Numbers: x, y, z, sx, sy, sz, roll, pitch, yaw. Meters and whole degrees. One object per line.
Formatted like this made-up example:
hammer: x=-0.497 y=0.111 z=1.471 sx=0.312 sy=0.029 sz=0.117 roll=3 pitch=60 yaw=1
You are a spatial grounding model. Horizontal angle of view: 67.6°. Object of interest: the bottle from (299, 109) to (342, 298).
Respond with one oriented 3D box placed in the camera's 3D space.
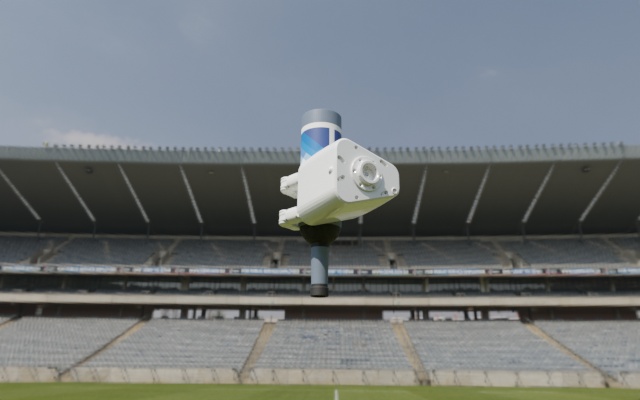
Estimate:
bottle: x=0.000 y=0.002 z=0.751 sx=0.069 sy=0.295 sz=0.069 roll=1 pitch=-18 yaw=0
